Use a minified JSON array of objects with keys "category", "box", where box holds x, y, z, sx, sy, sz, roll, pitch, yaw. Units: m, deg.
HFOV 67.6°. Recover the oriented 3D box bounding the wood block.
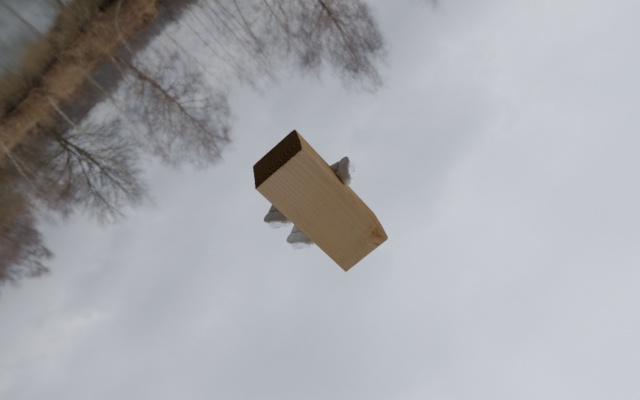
[{"category":"wood block","box":[0.000,0.002,0.741,0.206,0.091,0.090,44,12,-26]}]
